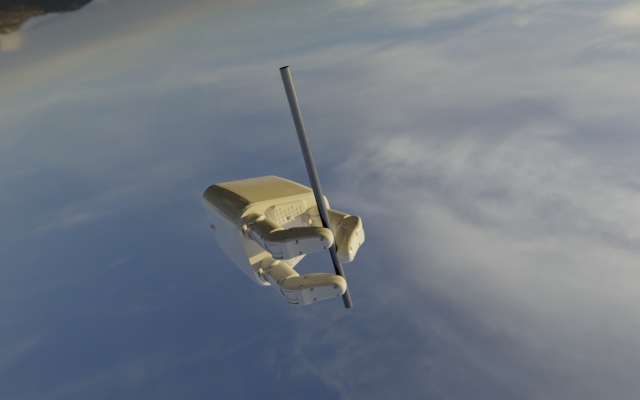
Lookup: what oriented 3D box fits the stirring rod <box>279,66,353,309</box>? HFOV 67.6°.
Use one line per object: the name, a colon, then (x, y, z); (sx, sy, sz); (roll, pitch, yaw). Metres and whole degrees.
stirring rod: (0.000, 0.001, 0.422); (0.011, 0.240, 0.011); (-12, 27, 6)
